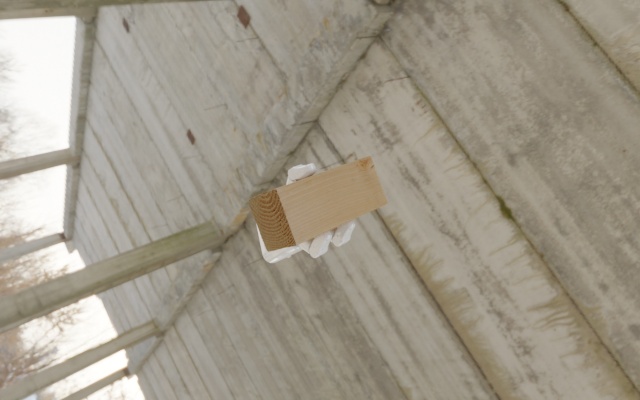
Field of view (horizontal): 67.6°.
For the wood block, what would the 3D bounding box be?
[{"bbox_3d":[0.000,0.002,0.787,0.206,0.091,0.090,-22,2,-38],"label":"wood block"}]
